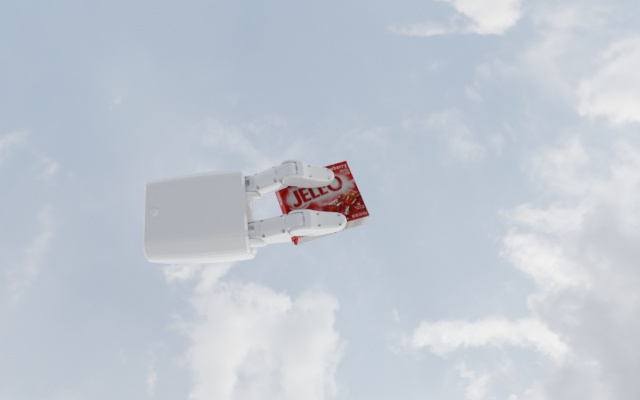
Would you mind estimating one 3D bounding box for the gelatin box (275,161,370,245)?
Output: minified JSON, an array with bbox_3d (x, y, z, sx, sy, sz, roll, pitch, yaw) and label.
[{"bbox_3d":[0.000,0.002,0.534,0.089,0.073,0.030,-15,-23,-14],"label":"gelatin box"}]
